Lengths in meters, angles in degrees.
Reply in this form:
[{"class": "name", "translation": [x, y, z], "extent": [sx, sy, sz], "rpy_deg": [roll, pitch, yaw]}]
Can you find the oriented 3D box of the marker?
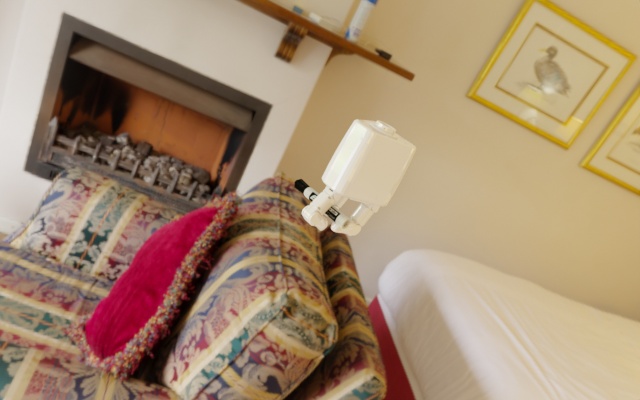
[{"class": "marker", "translation": [0.000, 0.002, 0.745], "extent": [0.121, 0.020, 0.020], "rpy_deg": [40, 24, 32]}]
